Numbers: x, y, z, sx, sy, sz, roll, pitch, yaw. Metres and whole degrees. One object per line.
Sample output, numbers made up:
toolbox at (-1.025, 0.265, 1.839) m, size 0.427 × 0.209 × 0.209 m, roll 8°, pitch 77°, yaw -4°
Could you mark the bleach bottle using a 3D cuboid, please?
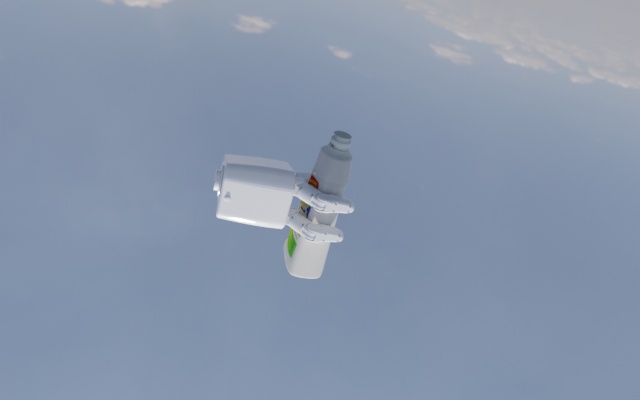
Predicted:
bleach bottle at (0.000, 0.003, 0.776) m, size 0.068 × 0.251 × 0.102 m, roll 9°, pitch 30°, yaw -14°
